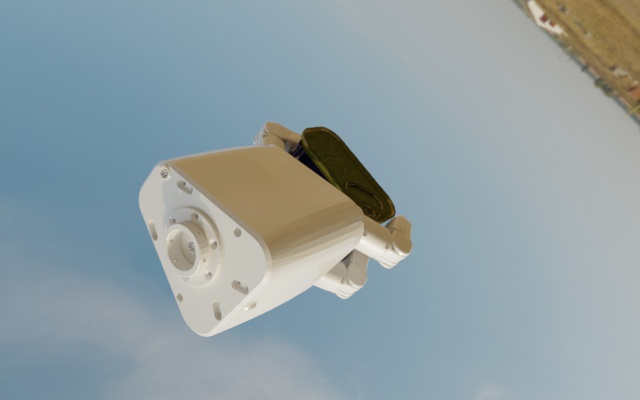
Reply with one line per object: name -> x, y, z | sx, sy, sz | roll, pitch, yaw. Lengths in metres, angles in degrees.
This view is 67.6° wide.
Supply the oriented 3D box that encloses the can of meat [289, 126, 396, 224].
can of meat -> 0.000, 0.001, 0.419 | 0.084, 0.102, 0.057 | -45, -13, 30
